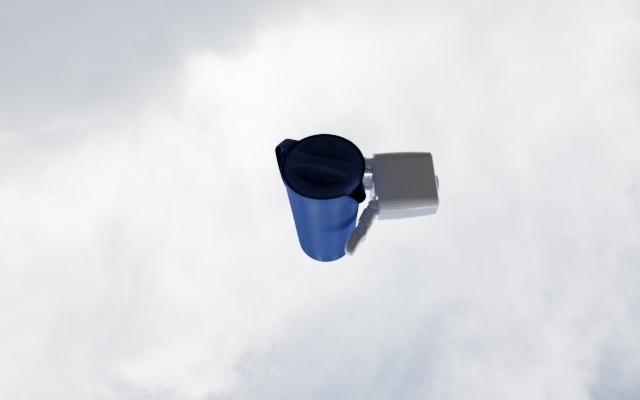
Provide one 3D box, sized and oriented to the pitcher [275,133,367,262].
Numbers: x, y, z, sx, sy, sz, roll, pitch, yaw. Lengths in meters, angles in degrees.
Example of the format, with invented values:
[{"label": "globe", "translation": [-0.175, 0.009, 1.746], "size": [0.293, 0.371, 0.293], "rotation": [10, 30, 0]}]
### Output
[{"label": "pitcher", "translation": [0.000, 0.003, 0.842], "size": [0.145, 0.149, 0.243], "rotation": [-4, -34, -1]}]
